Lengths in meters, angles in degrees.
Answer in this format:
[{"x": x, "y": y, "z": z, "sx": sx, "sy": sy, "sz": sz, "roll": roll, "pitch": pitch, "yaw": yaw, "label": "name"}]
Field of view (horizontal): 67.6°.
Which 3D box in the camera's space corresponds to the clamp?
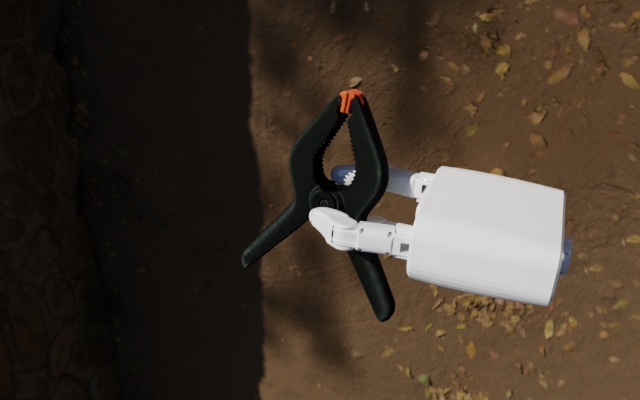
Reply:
[{"x": 0.000, "y": 0.001, "z": 0.447, "sx": 0.164, "sy": 0.210, "sz": 0.036, "roll": 11, "pitch": 20, "yaw": 19, "label": "clamp"}]
